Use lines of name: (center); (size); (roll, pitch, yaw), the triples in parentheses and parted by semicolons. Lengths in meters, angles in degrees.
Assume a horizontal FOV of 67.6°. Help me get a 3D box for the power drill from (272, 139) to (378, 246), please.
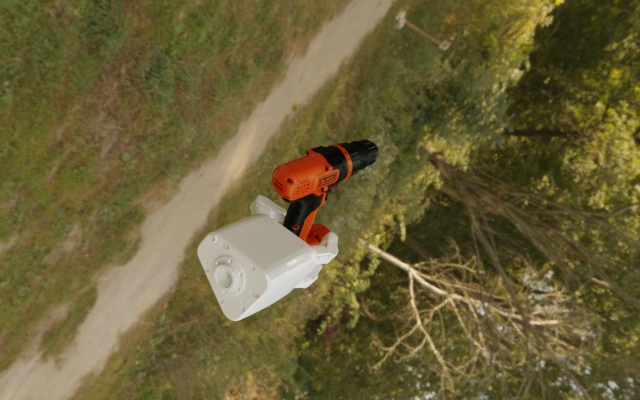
power drill: (0.000, 0.003, 0.708); (0.184, 0.188, 0.057); (-21, 48, -36)
